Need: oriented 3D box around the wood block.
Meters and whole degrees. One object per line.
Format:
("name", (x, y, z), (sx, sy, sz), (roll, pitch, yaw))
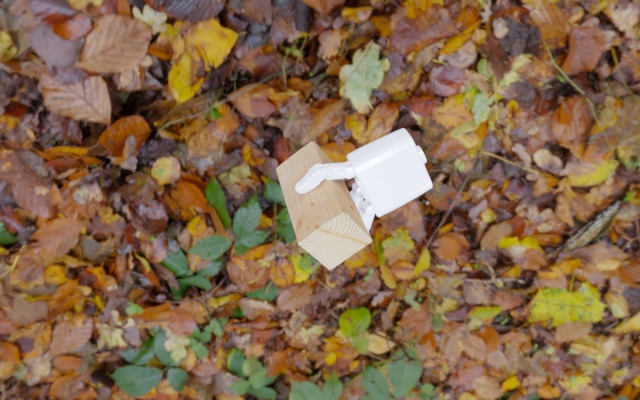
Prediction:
("wood block", (0.000, 0.002, 0.820), (0.090, 0.206, 0.091), (-36, -51, 12))
